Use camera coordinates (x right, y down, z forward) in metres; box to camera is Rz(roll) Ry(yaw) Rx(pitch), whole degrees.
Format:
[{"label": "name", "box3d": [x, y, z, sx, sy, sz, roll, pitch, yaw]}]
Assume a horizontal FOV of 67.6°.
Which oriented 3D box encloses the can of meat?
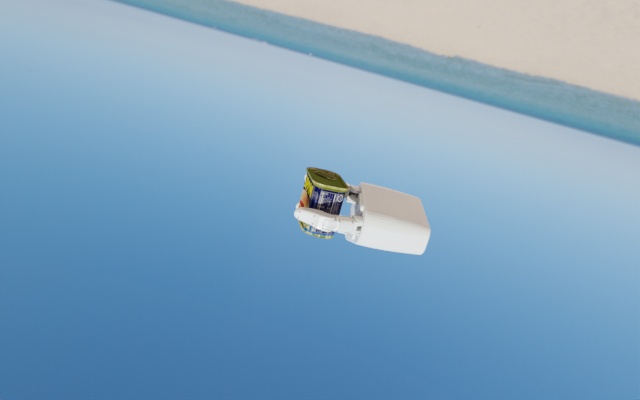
[{"label": "can of meat", "box3d": [0.000, 0.003, 0.750, 0.057, 0.084, 0.102, 11, 17, -14]}]
